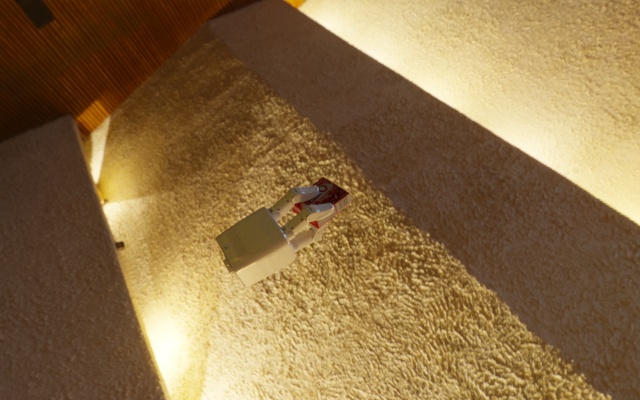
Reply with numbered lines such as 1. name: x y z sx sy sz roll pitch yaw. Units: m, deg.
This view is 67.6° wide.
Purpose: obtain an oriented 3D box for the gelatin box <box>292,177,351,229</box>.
1. gelatin box: 0.000 0.003 0.889 0.089 0.030 0.073 -38 49 -23
